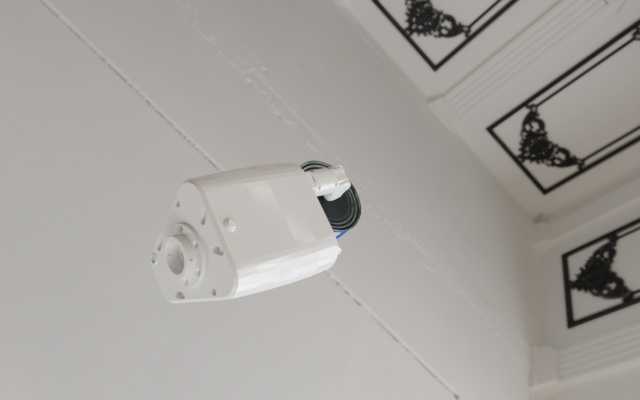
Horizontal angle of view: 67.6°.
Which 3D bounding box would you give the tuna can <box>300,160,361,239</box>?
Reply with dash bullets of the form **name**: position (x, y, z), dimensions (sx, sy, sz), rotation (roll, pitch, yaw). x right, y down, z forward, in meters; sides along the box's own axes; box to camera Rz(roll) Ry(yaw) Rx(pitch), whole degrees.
- **tuna can**: position (0.000, 0.002, 0.512), dimensions (0.086, 0.086, 0.034), rotation (0, -30, -41)
